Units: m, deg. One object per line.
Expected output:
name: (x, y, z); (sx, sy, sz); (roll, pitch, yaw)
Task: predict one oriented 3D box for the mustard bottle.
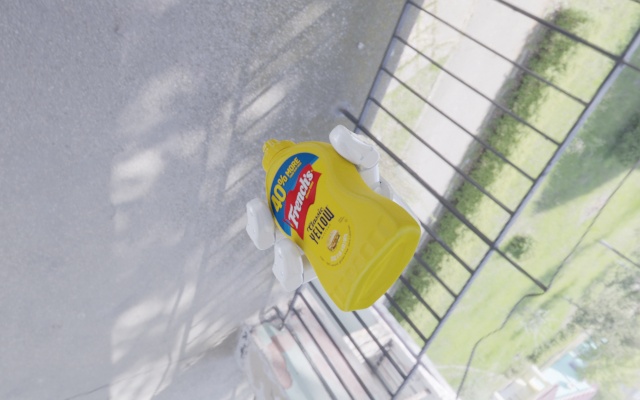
mustard bottle: (0.000, 0.002, 0.438); (0.058, 0.096, 0.191); (2, 36, -44)
